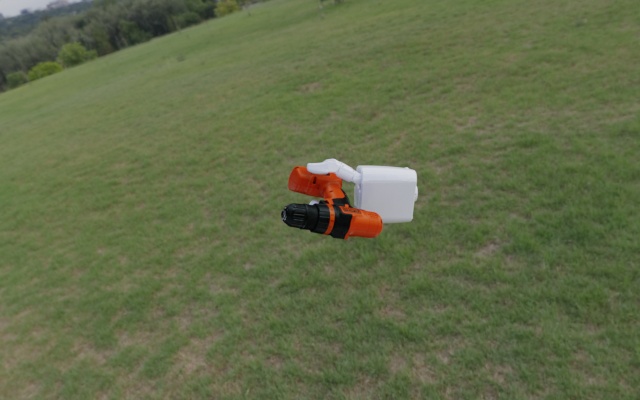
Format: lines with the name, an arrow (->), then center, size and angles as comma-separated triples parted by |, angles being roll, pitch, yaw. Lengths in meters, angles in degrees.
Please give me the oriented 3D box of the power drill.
power drill -> 0.000, 0.003, 0.865 | 0.184, 0.057, 0.187 | 10, 26, -25
